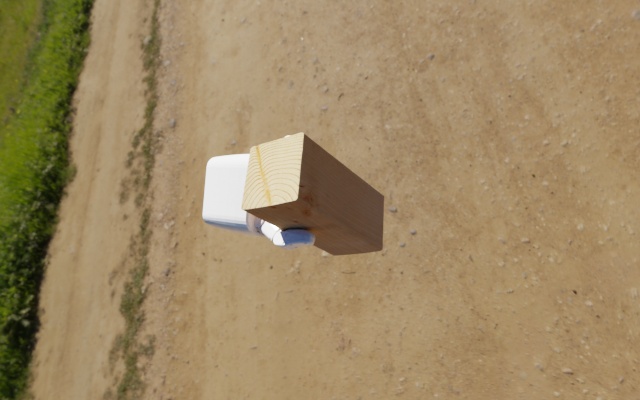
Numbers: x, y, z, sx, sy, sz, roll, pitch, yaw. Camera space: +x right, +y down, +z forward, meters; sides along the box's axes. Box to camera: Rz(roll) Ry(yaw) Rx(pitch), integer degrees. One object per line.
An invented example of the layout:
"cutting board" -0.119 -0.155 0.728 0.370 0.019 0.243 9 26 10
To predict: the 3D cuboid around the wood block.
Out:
"wood block" 0.000 0.002 0.652 0.090 0.090 0.206 -10 -26 34
